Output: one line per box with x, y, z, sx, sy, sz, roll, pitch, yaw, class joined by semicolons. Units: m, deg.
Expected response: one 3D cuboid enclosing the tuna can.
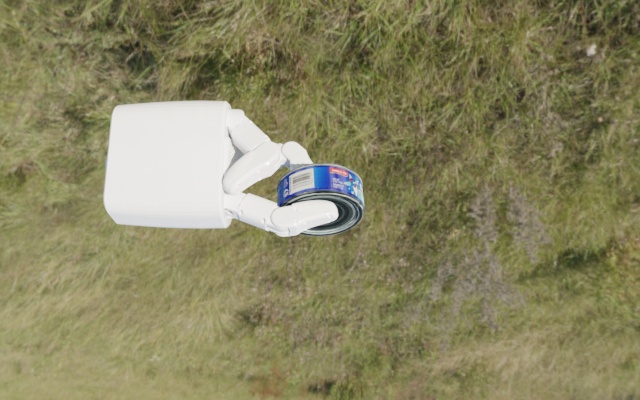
0.000;0.002;0.468;0.086;0.033;0.086;-2;-32;-1;tuna can
